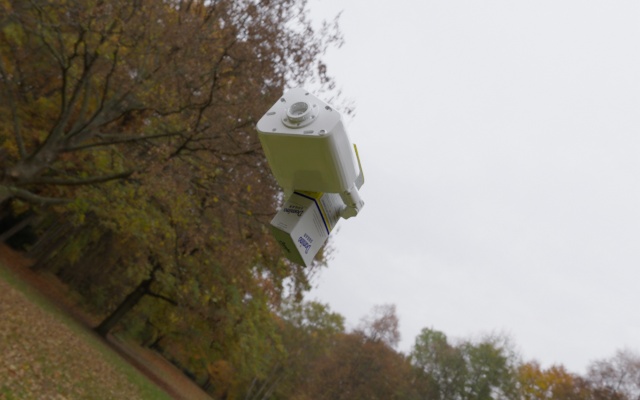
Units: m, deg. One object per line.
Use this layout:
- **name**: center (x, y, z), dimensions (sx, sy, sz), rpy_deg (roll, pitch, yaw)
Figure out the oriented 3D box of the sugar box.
- **sugar box**: center (0.000, 0.002, 0.708), dimensions (0.048, 0.176, 0.093), rpy_deg (23, -28, 31)
